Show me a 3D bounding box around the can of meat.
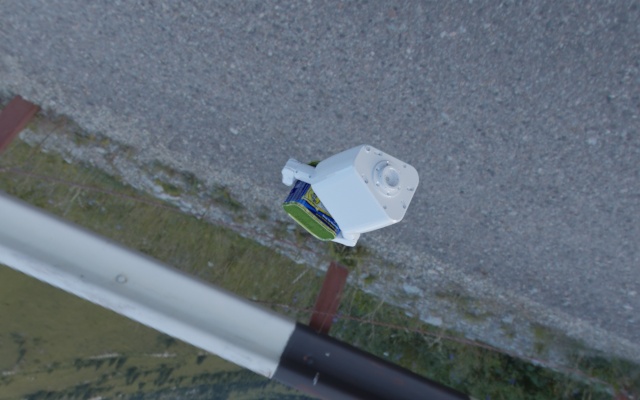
[{"bbox_3d":[0.000,0.003,0.750,0.102,0.084,0.057,40,-28,-21],"label":"can of meat"}]
